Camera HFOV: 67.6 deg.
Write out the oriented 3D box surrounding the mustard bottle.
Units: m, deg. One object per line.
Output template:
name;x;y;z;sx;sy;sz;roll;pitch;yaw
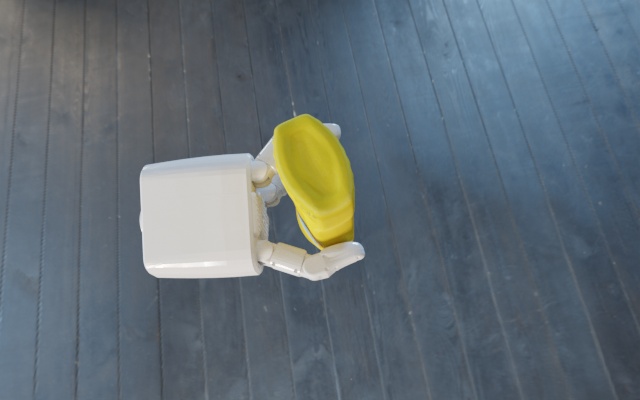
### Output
mustard bottle;0.000;0.001;0.474;0.058;0.096;0.192;-26;-20;-5
